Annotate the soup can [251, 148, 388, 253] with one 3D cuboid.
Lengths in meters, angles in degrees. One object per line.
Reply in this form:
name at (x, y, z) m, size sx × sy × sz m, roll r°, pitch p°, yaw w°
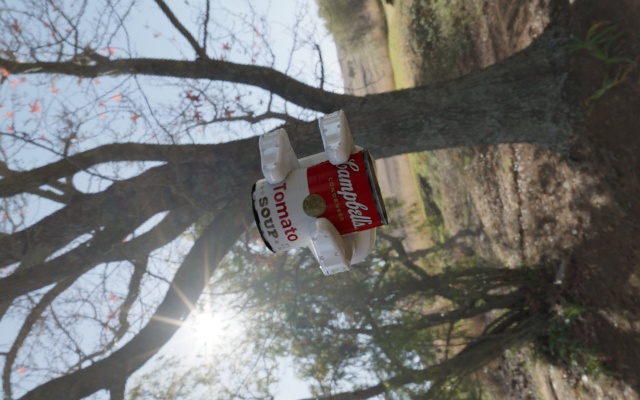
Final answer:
soup can at (0.000, 0.002, 0.411) m, size 0.102 × 0.068 × 0.068 m, roll -15°, pitch -3°, yaw 10°
